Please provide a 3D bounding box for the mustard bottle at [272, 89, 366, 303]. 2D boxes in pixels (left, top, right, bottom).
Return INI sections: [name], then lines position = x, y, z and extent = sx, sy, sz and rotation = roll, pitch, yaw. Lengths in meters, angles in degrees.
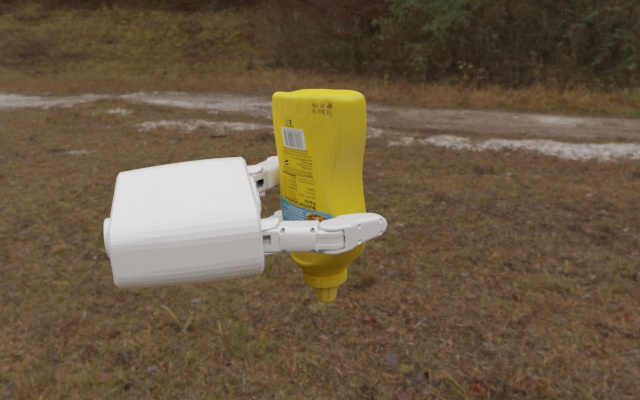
[mustard bottle]
position = 0.000, 0.001, 0.422
extent = 0.058, 0.192, 0.096
rotation = -15, 21, -36
